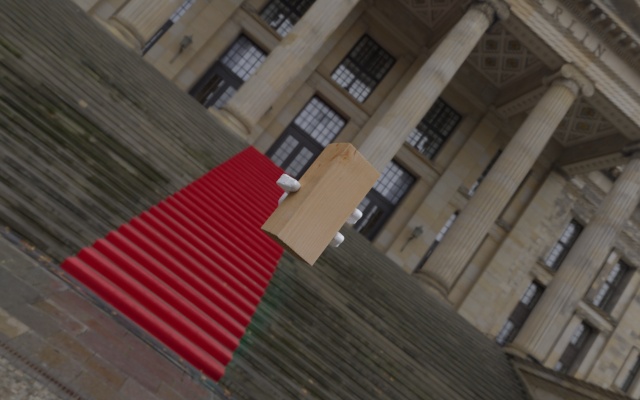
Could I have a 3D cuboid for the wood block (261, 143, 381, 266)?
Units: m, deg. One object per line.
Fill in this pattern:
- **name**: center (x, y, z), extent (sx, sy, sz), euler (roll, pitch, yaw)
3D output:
- **wood block**: center (0.000, 0.002, 0.861), extent (0.091, 0.206, 0.090), euler (42, -12, -22)
